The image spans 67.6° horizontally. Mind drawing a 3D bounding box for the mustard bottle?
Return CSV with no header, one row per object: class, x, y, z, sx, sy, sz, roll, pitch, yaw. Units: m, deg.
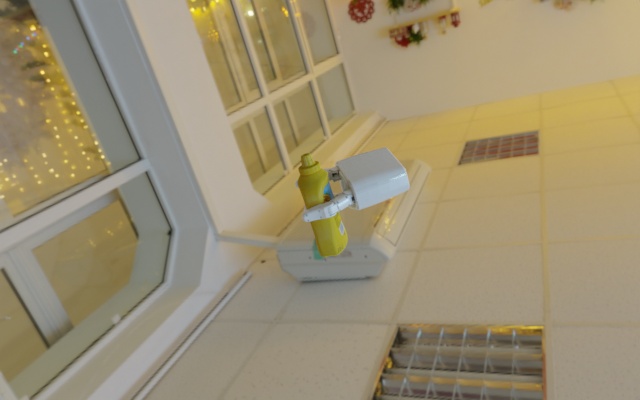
mustard bottle,0.000,0.003,0.893,0.058,0.192,0.096,-11,22,16
